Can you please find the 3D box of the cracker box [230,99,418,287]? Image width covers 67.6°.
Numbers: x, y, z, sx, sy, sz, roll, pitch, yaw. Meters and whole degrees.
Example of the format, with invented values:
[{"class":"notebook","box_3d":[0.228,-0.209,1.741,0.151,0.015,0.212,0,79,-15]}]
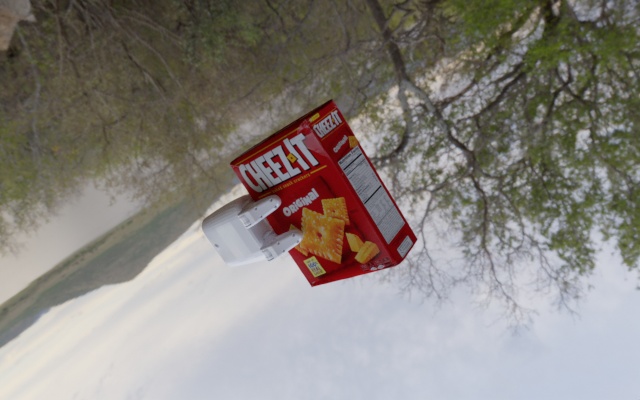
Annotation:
[{"class":"cracker box","box_3d":[0.000,0.002,0.629,0.164,0.214,0.072,-22,16,43]}]
